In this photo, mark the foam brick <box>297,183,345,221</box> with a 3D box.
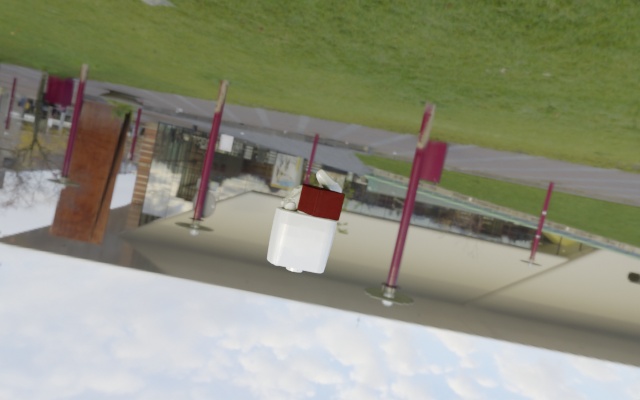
[{"bbox_3d":[0.000,0.003,0.865,0.053,0.051,0.078,12,3,-27],"label":"foam brick"}]
